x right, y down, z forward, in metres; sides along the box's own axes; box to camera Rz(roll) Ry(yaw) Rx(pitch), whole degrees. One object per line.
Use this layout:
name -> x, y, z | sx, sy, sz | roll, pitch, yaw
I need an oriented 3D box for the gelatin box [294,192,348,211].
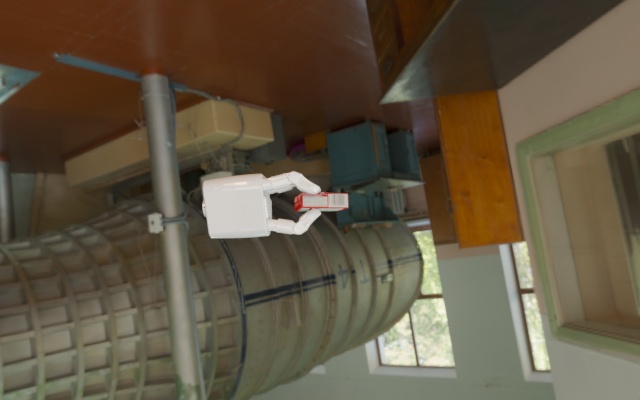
gelatin box -> 0.000, 0.003, 0.884 | 0.089, 0.030, 0.073 | 1, -6, -11
